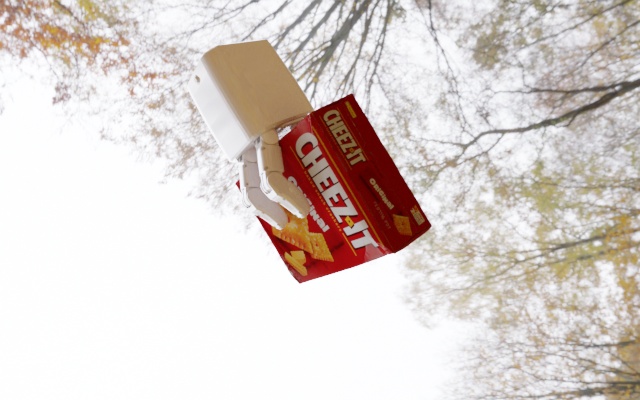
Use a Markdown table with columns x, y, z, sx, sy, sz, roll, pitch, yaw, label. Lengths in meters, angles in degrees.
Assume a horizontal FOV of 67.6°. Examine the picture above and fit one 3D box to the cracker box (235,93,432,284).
| x | y | z | sx | sy | sz | roll | pitch | yaw | label |
| --- | --- | --- | --- | --- | --- | --- | --- | --- | --- |
| 0.000 | 0.002 | 0.560 | 0.072 | 0.164 | 0.214 | -32 | 1 | -34 | cracker box |
